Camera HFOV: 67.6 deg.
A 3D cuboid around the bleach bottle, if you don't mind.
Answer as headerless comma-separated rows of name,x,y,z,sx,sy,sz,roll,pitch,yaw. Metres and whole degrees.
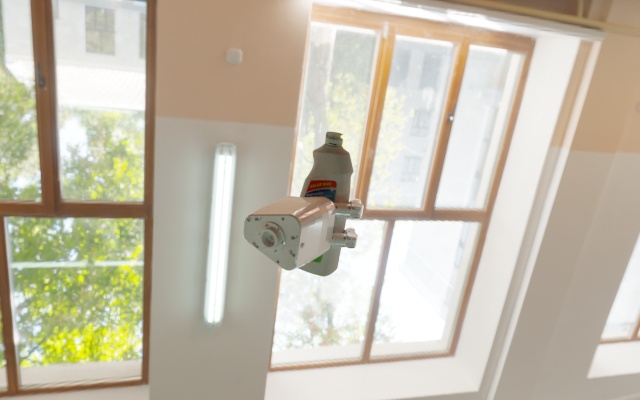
bleach bottle,0.000,0.003,0.842,0.102,0.251,0.068,17,20,25
